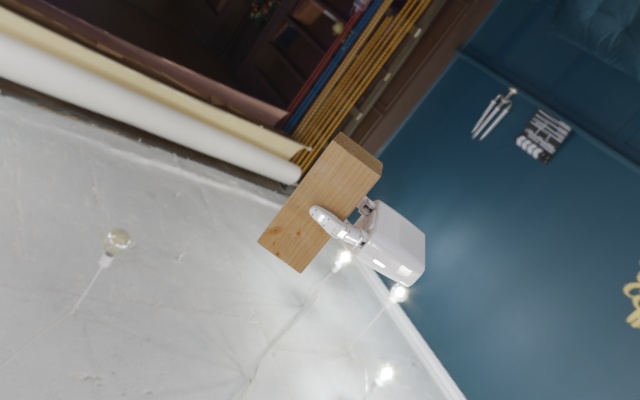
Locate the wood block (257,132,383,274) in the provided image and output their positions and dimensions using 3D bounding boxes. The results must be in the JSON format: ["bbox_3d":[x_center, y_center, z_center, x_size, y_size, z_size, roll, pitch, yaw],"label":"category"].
[{"bbox_3d":[0.000,0.003,0.765,0.090,0.206,0.090,37,18,-3],"label":"wood block"}]
